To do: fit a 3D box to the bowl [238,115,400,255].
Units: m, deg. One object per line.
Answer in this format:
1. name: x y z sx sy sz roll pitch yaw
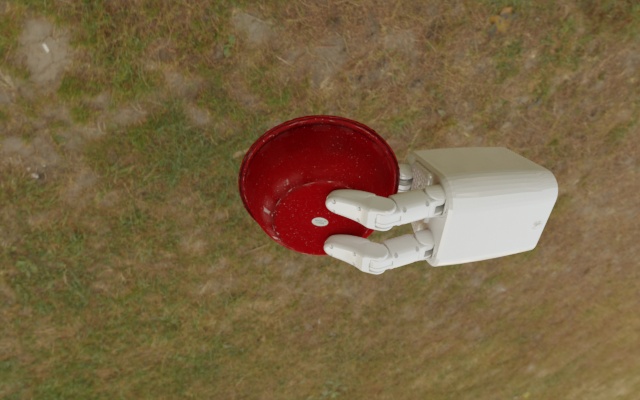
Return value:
1. bowl: -0.001 0.002 0.458 0.162 0.162 0.055 0 40 -3
